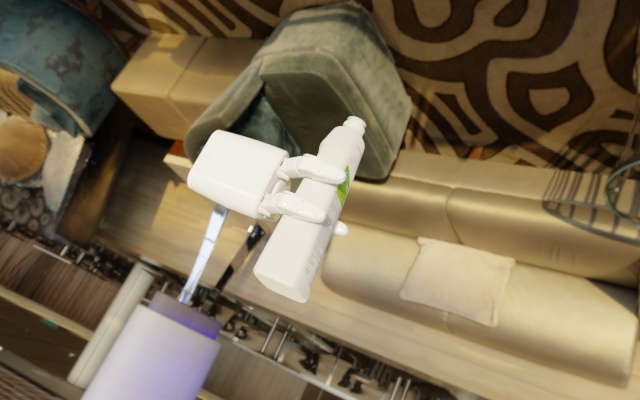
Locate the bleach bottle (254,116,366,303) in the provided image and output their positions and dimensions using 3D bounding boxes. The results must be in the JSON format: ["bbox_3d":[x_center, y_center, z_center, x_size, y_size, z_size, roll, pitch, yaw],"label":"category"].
[{"bbox_3d":[0.000,0.002,0.630,0.068,0.250,0.103,21,-20,14],"label":"bleach bottle"}]
